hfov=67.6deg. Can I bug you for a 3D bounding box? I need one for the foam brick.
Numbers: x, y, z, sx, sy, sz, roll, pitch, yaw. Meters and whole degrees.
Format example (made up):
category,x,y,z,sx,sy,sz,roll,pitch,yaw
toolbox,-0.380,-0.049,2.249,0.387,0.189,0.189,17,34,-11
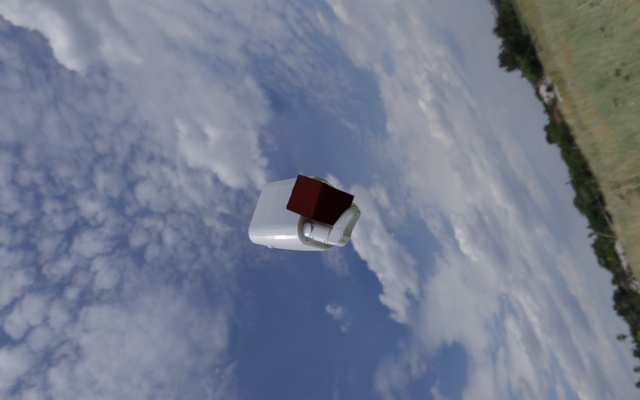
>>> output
category,x,y,z,sx,sy,sz,roll,pitch,yaw
foam brick,0.000,0.002,0.669,0.051,0.053,0.078,21,0,38
